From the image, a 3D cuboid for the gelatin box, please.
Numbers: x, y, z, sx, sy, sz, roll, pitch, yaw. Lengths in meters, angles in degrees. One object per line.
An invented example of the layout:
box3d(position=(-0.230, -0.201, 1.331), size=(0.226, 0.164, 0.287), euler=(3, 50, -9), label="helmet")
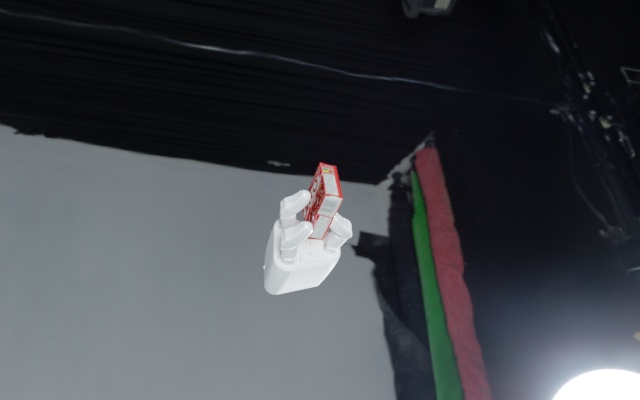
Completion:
box3d(position=(0.001, 0.002, 0.697), size=(0.030, 0.089, 0.073), euler=(11, 40, -17), label="gelatin box")
